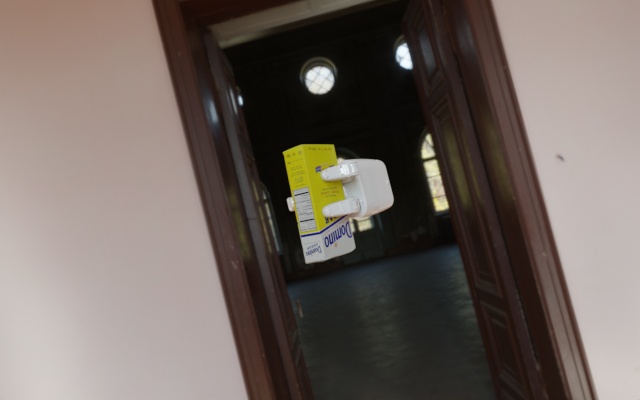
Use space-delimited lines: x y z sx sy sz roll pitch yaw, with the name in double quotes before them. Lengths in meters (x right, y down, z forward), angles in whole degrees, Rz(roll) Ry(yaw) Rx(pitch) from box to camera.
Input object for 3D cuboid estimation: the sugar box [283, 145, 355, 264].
"sugar box" 0.001 0.002 0.747 0.048 0.176 0.093 -16 -3 35
